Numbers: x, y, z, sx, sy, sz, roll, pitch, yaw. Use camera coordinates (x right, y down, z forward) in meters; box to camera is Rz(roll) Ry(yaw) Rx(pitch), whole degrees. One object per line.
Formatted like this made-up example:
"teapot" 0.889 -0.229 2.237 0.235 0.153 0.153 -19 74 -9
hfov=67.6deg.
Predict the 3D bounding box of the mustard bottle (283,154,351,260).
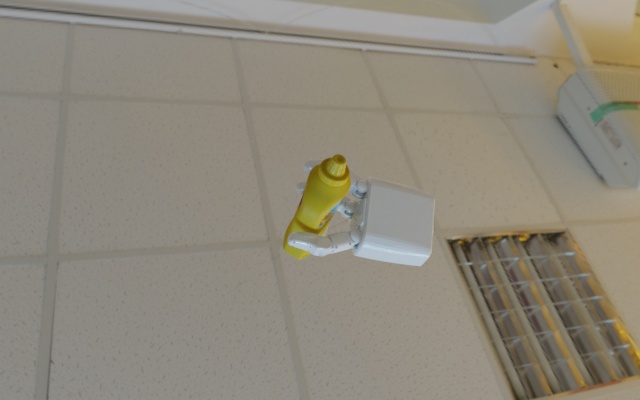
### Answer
"mustard bottle" 0.000 0.002 0.681 0.058 0.096 0.192 32 -38 6
